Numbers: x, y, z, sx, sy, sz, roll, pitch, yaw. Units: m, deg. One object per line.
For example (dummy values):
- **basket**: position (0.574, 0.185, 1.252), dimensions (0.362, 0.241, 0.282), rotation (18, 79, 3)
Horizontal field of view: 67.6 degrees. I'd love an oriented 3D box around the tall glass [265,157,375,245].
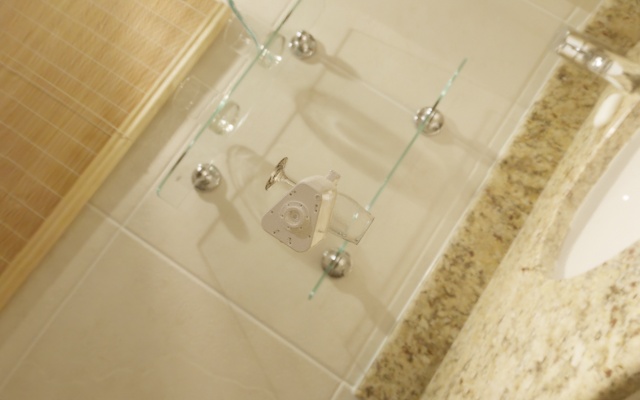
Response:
- **tall glass**: position (0.000, 0.002, 0.886), dimensions (0.201, 0.079, 0.079), rotation (33, 4, 7)
